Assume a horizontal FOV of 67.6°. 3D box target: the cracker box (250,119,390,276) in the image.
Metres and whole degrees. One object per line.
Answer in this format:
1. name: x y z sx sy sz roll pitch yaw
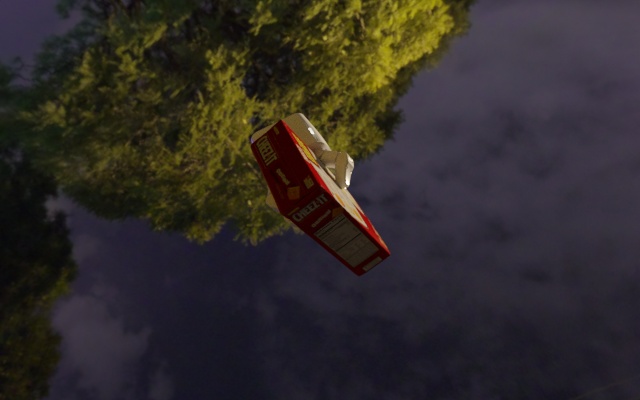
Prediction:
1. cracker box: 0.000 0.002 0.718 0.072 0.164 0.214 -38 -44 8
